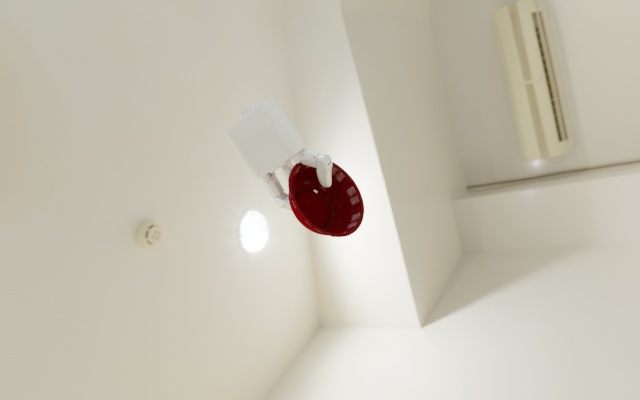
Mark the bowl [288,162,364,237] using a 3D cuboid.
[{"bbox_3d":[0.001,0.004,0.870,0.162,0.162,0.055,0,-28,-37],"label":"bowl"}]
